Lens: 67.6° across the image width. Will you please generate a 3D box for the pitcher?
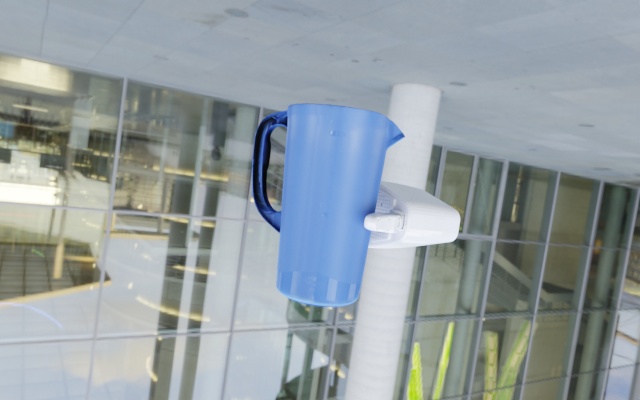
[{"bbox_3d":[0.000,0.002,0.608,0.145,0.243,0.149,5,4,-36],"label":"pitcher"}]
